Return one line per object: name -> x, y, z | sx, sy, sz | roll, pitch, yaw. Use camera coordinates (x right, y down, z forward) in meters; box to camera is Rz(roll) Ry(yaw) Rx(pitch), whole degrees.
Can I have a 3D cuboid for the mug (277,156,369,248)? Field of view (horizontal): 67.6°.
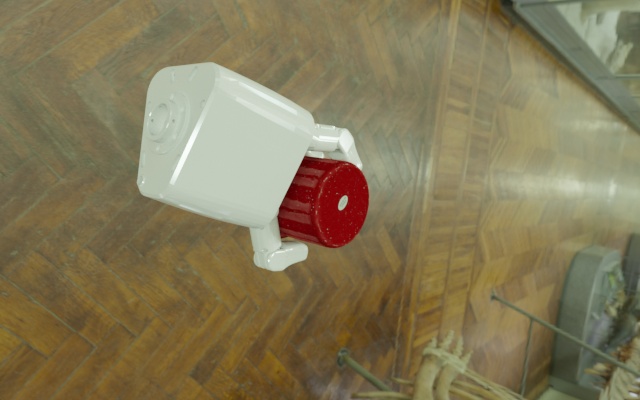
mug -> 0.001, 0.002, 0.471 | 0.081, 0.093, 0.117 | 11, -5, 41
